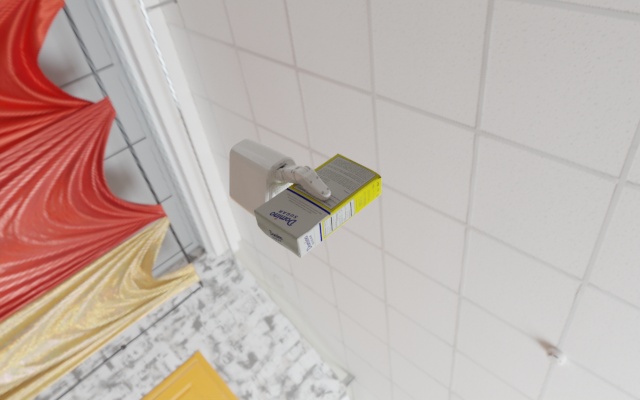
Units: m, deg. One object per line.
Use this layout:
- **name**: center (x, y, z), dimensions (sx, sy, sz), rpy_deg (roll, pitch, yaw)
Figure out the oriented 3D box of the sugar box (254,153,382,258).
- **sugar box**: center (0.000, 0.003, 0.701), dimensions (0.093, 0.048, 0.176), rpy_deg (30, 55, 35)
